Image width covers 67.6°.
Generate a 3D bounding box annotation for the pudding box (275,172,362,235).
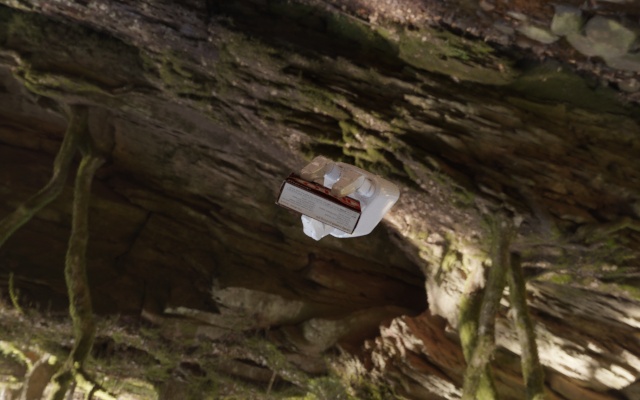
[{"bbox_3d":[0.000,0.002,0.661,0.113,0.039,0.090,21,9,-1],"label":"pudding box"}]
